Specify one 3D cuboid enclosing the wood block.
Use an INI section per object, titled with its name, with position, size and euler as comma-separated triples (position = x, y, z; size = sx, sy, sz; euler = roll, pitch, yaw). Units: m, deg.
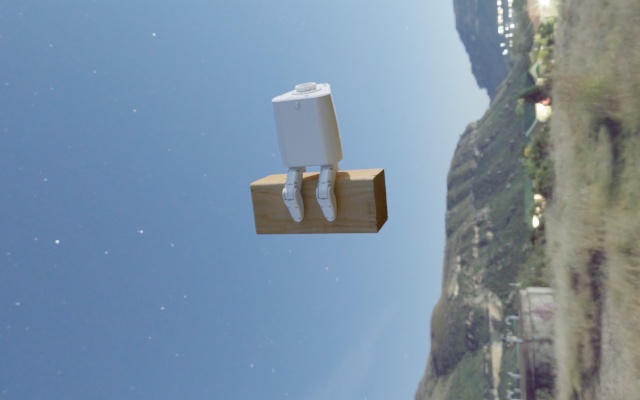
[wood block]
position = 0.000, 0.002, 0.793
size = 0.206, 0.090, 0.091
euler = -2, 13, 20
